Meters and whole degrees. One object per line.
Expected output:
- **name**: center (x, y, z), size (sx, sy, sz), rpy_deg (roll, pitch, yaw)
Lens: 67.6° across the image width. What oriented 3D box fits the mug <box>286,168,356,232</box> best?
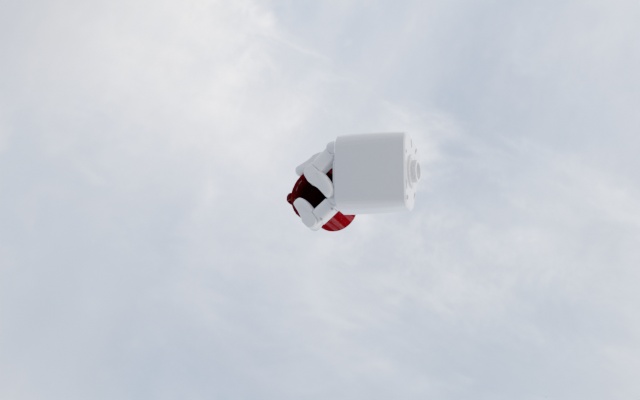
- **mug**: center (-0.001, 0.003, 0.789), size (0.117, 0.093, 0.081), rpy_deg (-2, -21, 26)
